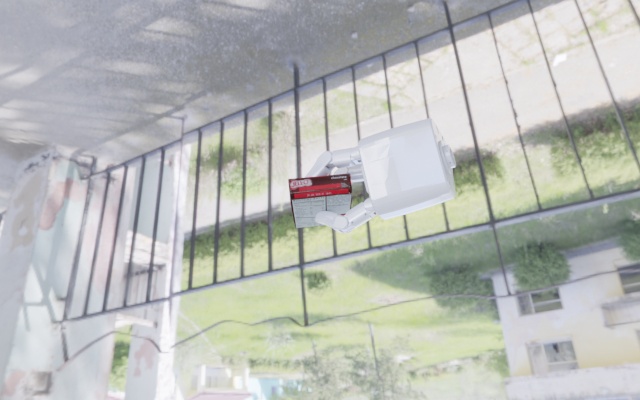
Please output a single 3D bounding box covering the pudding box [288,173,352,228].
[{"bbox_3d":[0.000,0.002,0.717,0.090,0.039,0.113,-5,-27,-2],"label":"pudding box"}]
